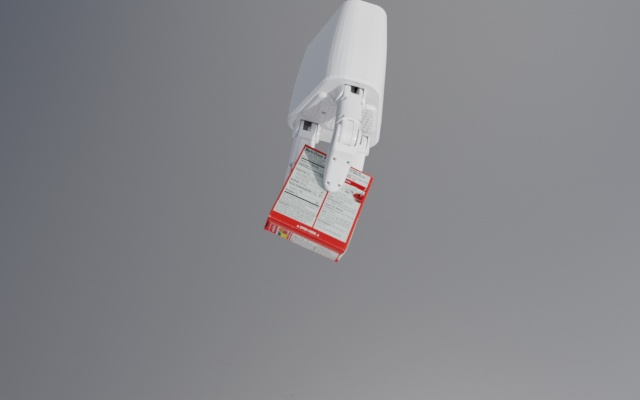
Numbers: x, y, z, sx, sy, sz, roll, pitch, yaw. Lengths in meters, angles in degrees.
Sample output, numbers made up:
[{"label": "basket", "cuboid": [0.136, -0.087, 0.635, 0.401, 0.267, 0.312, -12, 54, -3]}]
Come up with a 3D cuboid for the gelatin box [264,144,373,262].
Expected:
[{"label": "gelatin box", "cuboid": [0.000, 0.001, 0.437, 0.073, 0.089, 0.030, 25, -32, -1]}]
